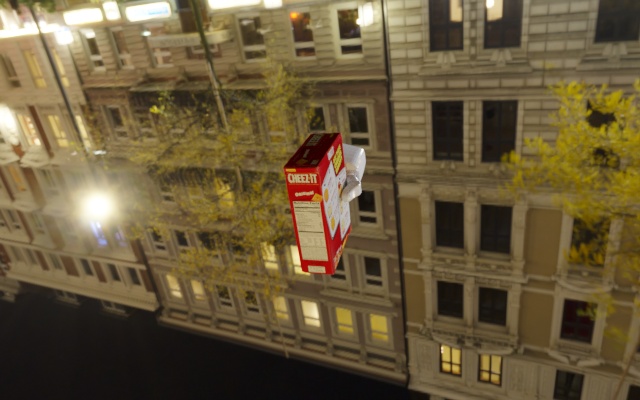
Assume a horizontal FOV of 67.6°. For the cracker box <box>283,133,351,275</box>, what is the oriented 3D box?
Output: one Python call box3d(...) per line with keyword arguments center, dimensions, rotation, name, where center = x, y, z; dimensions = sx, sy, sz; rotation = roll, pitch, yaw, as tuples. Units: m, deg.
box3d(center=(0.000, 0.003, 0.883), dimensions=(0.072, 0.214, 0.164), rotation=(0, 27, 17), name="cracker box")
